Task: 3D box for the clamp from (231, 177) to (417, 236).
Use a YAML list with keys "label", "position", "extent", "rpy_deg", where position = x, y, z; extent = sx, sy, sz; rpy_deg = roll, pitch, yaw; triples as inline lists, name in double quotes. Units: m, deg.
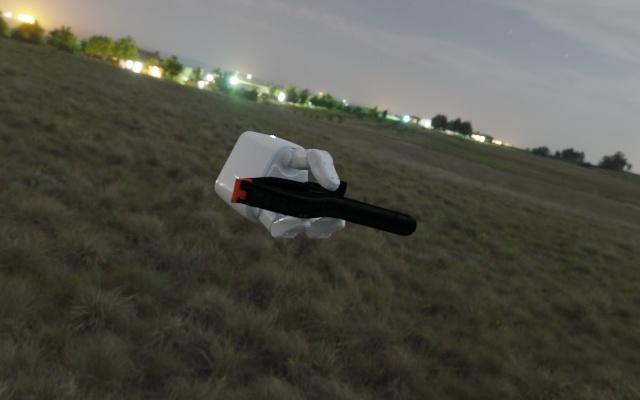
- label: "clamp"
  position: [0.000, 0.001, 0.563]
  extent: [0.210, 0.036, 0.164]
  rpy_deg: [4, 15, -40]
